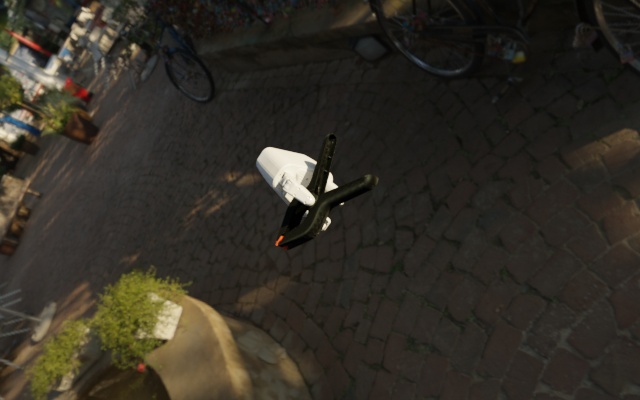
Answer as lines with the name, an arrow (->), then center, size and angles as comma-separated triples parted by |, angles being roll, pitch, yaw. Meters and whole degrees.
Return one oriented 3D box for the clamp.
clamp -> -0.001, 0.003, 0.785 | 0.036, 0.210, 0.164 | 28, 9, -37
